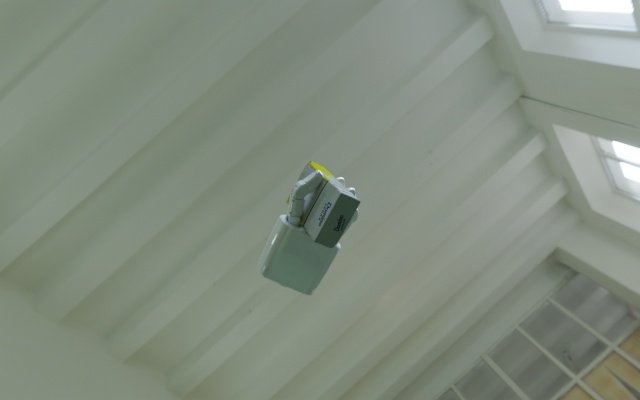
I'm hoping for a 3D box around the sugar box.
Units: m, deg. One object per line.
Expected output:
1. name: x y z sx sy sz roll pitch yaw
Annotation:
1. sugar box: 0.000 0.003 0.824 0.048 0.093 0.176 23 13 -28
